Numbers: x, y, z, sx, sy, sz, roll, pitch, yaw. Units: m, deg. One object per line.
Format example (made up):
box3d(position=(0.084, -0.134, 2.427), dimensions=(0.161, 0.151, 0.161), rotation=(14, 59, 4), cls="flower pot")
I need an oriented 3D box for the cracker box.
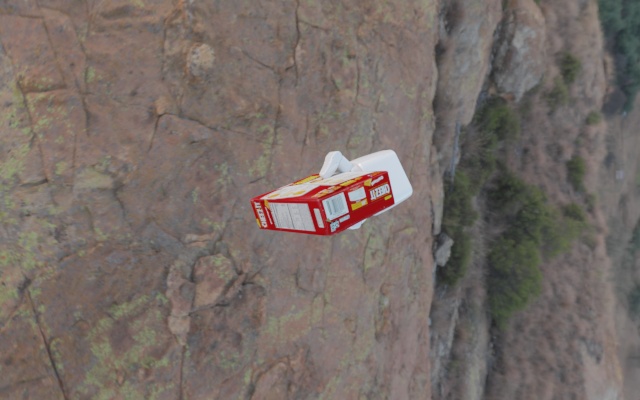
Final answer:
box3d(position=(0.000, 0.003, 0.868), dimensions=(0.164, 0.072, 0.213), rotation=(-23, 14, -35), cls="cracker box")
